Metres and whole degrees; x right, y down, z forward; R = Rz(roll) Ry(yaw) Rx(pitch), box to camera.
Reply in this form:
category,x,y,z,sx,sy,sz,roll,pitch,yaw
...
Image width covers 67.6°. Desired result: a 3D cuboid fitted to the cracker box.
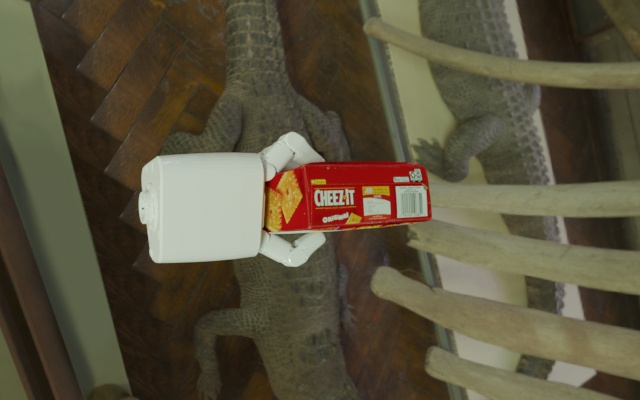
category,x,y,z,sx,sy,sz,roll,pitch,yaw
cracker box,0.000,0.002,0.582,0.164,0.072,0.214,-3,-4,-31
